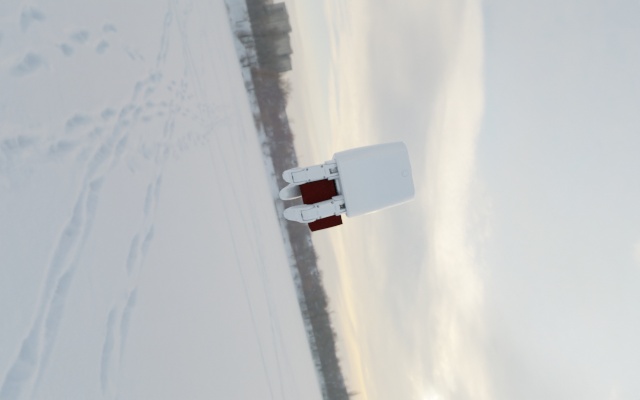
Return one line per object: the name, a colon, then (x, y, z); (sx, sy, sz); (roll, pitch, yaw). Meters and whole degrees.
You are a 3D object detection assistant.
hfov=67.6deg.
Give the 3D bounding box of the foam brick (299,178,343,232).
foam brick: (0.000, 0.003, 0.734); (0.051, 0.078, 0.053); (-13, 11, -5)
